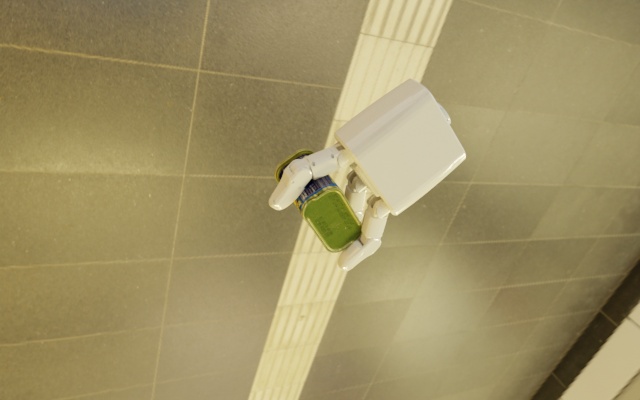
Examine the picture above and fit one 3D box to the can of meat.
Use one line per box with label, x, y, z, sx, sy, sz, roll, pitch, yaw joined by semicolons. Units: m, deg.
can of meat;0.000;0.002;0.564;0.057;0.102;0.084;-35;43;-1
